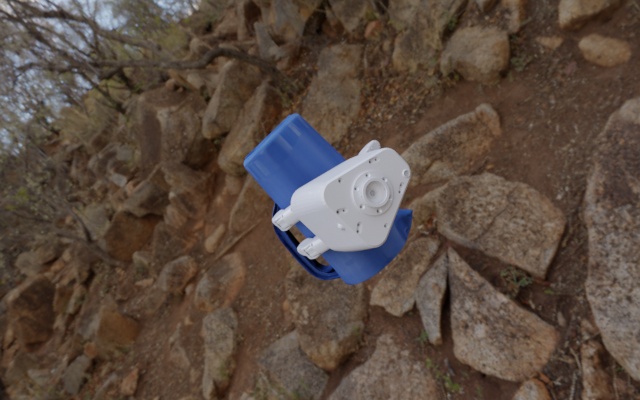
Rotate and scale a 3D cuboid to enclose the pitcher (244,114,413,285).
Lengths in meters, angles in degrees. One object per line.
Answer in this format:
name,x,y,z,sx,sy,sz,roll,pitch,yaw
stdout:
pitcher,0.000,0.002,0.698,0.149,0.243,0.145,-47,11,-18
